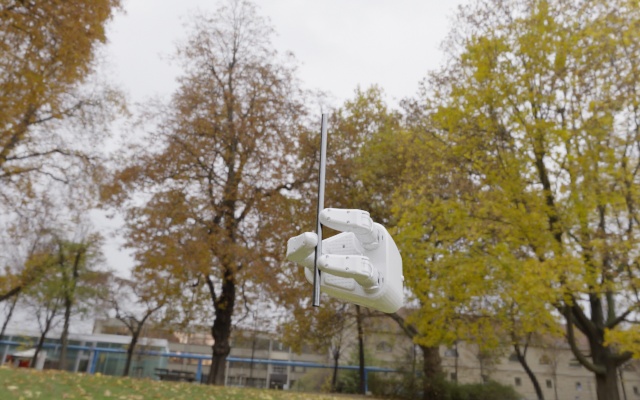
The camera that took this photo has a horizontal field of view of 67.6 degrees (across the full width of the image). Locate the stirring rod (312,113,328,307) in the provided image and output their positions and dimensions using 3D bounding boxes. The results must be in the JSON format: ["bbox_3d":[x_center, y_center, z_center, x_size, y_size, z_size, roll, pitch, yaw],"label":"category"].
[{"bbox_3d":[0.000,0.002,0.553,0.011,0.239,0.011,2,-24,1],"label":"stirring rod"}]
